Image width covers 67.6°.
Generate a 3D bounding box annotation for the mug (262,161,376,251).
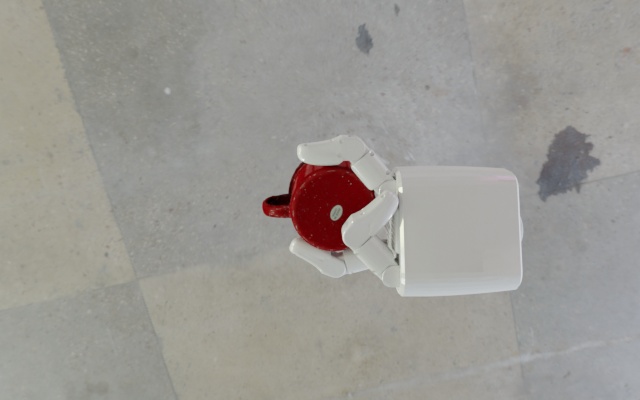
[{"bbox_3d":[-0.001,0.002,0.476,0.117,0.093,0.081,-2,12,0],"label":"mug"}]
